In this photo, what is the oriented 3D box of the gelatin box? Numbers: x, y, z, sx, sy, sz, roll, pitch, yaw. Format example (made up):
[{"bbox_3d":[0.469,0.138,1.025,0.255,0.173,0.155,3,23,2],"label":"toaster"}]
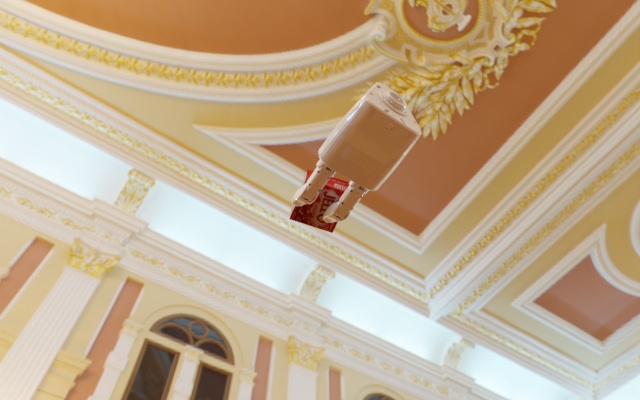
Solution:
[{"bbox_3d":[0.000,0.002,0.732,0.073,0.089,0.030,18,39,-9],"label":"gelatin box"}]
